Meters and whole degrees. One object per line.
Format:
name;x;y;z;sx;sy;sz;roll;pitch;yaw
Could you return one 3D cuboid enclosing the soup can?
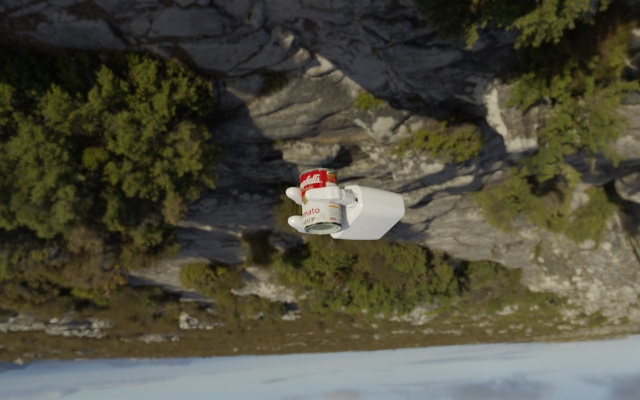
soup can;0.000;0.003;0.845;0.068;0.102;0.068;-4;-19;-1
